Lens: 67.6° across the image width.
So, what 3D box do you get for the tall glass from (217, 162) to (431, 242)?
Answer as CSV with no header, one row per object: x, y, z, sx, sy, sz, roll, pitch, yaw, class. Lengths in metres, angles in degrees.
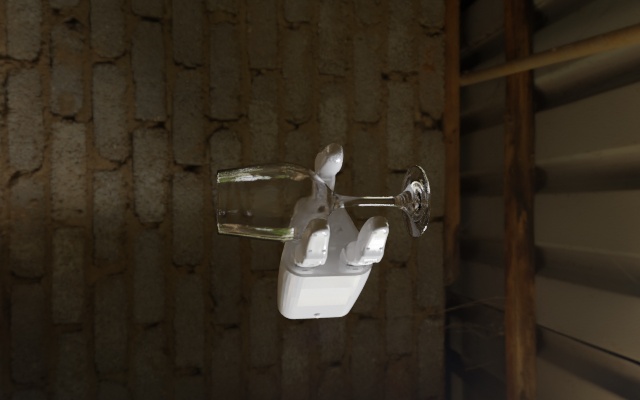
0.001,0.001,0.472,0.201,0.079,0.079,0,0,-12,tall glass
